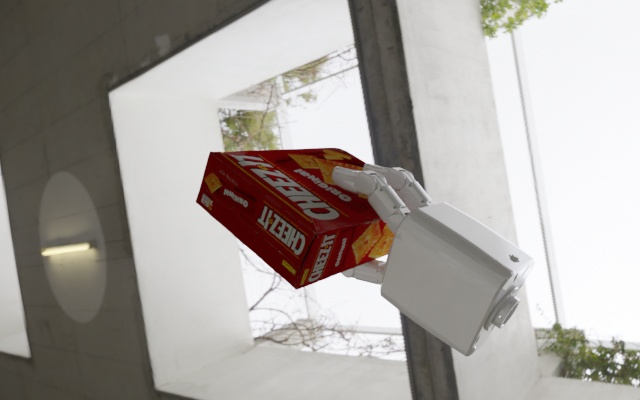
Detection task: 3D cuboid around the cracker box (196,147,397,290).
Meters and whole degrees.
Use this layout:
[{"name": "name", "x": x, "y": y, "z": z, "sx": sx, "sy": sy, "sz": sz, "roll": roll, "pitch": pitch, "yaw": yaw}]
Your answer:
[{"name": "cracker box", "x": 0.000, "y": 0.002, "z": 0.536, "sx": 0.164, "sy": 0.072, "sz": 0.213, "roll": 35, "pitch": 27, "yaw": 32}]
